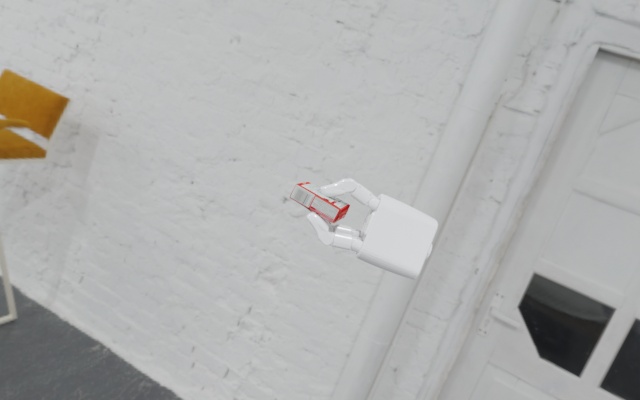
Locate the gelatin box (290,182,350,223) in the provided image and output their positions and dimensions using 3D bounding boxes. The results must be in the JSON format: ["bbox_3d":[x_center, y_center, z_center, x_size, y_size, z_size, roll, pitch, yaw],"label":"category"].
[{"bbox_3d":[0.000,0.002,0.806,0.089,0.030,0.073,30,12,10],"label":"gelatin box"}]
